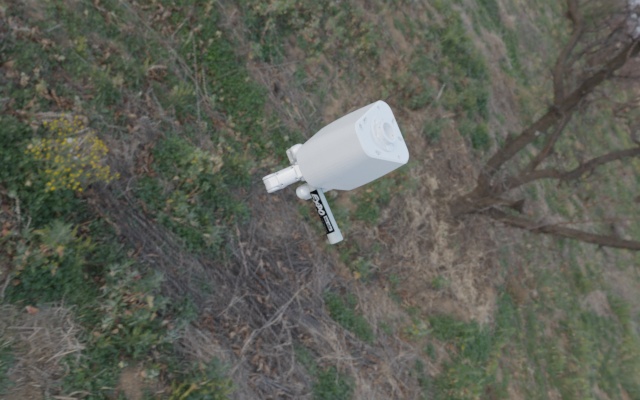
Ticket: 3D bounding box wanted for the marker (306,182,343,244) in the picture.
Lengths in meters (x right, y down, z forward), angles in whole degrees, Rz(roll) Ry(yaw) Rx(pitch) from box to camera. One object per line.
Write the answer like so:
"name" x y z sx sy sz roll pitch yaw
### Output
"marker" 0.000 0.002 0.669 0.020 0.121 0.020 -23 0 0
